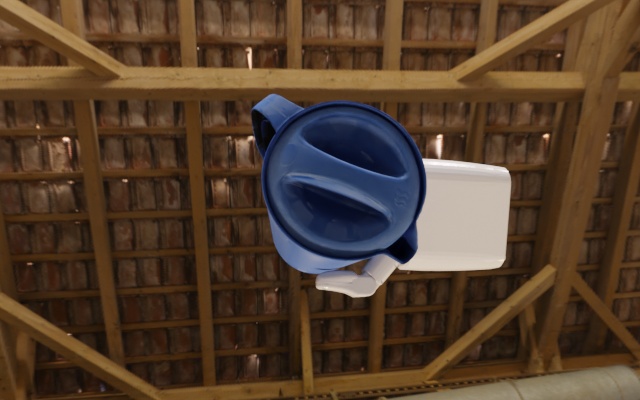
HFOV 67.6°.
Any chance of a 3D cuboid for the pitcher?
[{"bbox_3d":[0.000,0.002,0.489,0.145,0.149,0.243,3,-15,-7],"label":"pitcher"}]
